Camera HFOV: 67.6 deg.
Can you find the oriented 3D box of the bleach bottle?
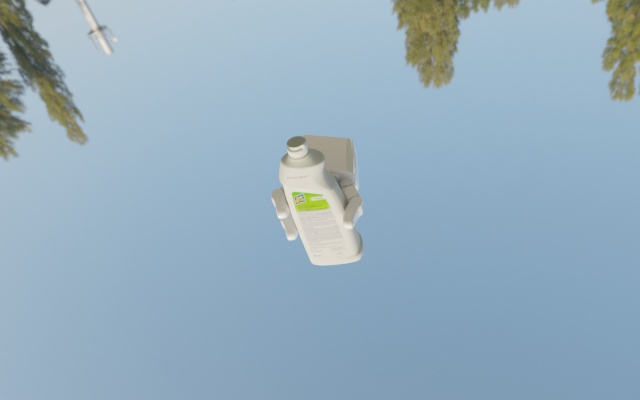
[{"bbox_3d":[0.000,0.003,0.776,0.102,0.251,0.068,-8,43,10],"label":"bleach bottle"}]
